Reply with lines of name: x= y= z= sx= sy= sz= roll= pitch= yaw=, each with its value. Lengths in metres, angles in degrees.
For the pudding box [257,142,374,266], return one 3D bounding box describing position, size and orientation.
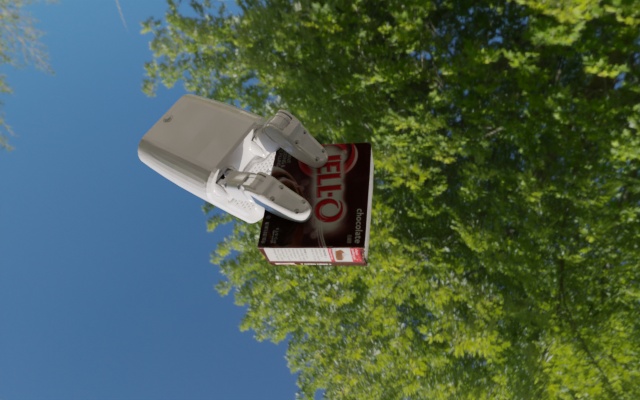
pudding box: x=0.000 y=0.001 z=0.424 sx=0.090 sy=0.113 sz=0.039 roll=-2 pitch=-32 yaw=13
